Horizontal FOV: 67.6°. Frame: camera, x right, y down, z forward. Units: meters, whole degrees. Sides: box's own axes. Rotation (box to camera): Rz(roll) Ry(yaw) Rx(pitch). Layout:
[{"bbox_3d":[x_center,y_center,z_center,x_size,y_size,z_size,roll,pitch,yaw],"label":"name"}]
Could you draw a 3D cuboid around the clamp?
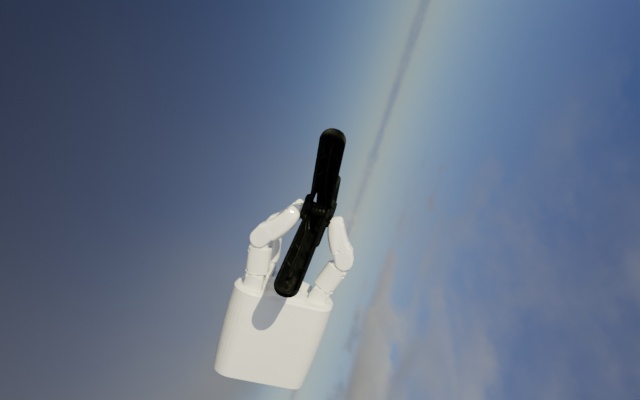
[{"bbox_3d":[0.001,0.002,0.530,0.036,0.164,0.210,19,9,4],"label":"clamp"}]
